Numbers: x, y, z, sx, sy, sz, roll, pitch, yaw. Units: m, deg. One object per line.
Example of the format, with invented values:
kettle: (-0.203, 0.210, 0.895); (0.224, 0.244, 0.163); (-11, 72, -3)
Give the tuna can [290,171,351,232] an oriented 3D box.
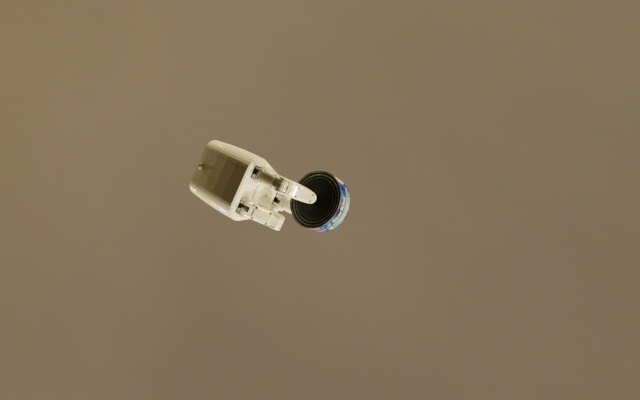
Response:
tuna can: (0.000, 0.002, 0.693); (0.086, 0.086, 0.034); (0, -15, 33)
